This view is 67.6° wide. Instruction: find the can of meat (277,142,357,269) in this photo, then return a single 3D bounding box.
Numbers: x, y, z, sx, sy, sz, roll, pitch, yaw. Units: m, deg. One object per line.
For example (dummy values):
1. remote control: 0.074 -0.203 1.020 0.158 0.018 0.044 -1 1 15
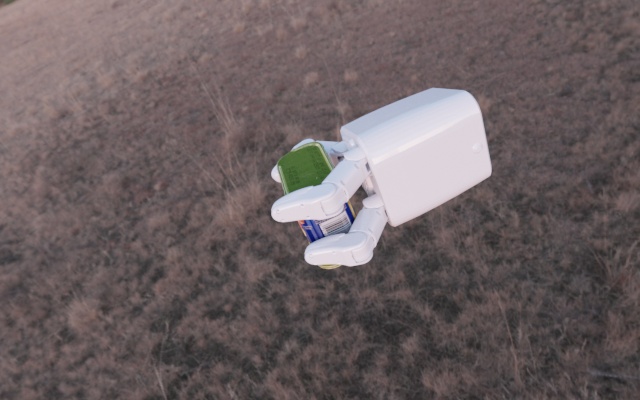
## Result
1. can of meat: 0.000 0.001 0.469 0.057 0.084 0.102 -25 34 1
